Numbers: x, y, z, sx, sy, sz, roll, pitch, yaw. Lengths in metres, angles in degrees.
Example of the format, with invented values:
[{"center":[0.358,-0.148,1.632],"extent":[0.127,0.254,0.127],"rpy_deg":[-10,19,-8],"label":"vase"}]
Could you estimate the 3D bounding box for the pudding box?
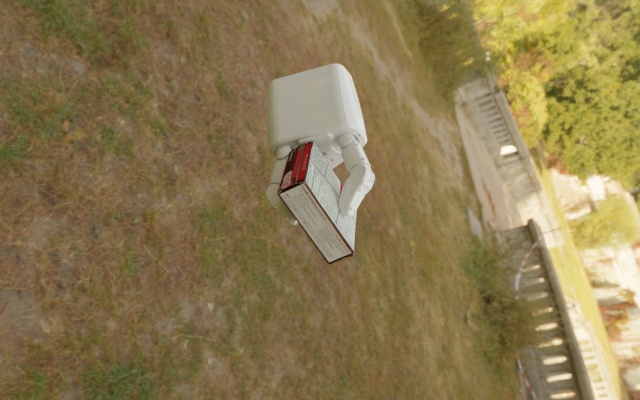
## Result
[{"center":[0.000,0.002,0.542],"extent":[0.039,0.113,0.090],"rpy_deg":[-24,29,23],"label":"pudding box"}]
